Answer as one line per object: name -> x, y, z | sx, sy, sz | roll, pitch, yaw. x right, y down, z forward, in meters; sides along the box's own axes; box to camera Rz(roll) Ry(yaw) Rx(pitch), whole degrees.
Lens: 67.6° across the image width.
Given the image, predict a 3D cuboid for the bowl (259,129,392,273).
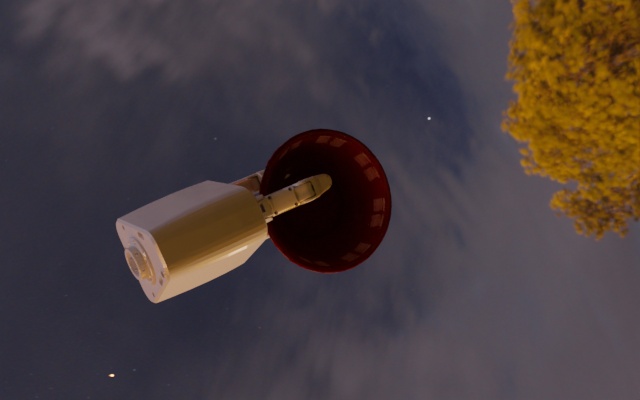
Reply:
bowl -> 0.001, 0.002, 0.554 | 0.162, 0.162, 0.055 | 0, -5, -23
